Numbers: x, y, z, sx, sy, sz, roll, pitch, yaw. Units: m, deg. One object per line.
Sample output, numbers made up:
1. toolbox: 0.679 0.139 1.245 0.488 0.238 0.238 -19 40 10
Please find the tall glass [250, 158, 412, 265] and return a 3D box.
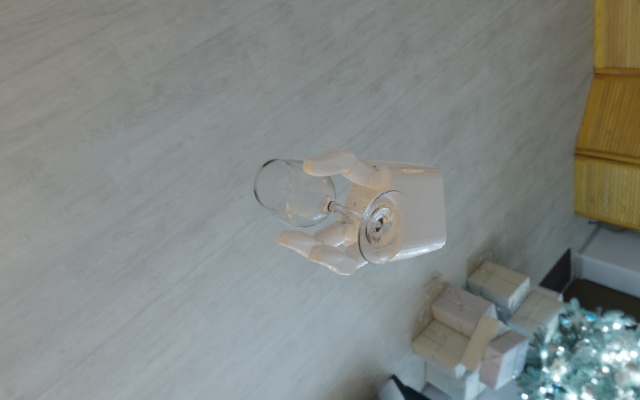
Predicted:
1. tall glass: 0.000 0.002 0.528 0.079 0.079 0.201 0 14 -41
